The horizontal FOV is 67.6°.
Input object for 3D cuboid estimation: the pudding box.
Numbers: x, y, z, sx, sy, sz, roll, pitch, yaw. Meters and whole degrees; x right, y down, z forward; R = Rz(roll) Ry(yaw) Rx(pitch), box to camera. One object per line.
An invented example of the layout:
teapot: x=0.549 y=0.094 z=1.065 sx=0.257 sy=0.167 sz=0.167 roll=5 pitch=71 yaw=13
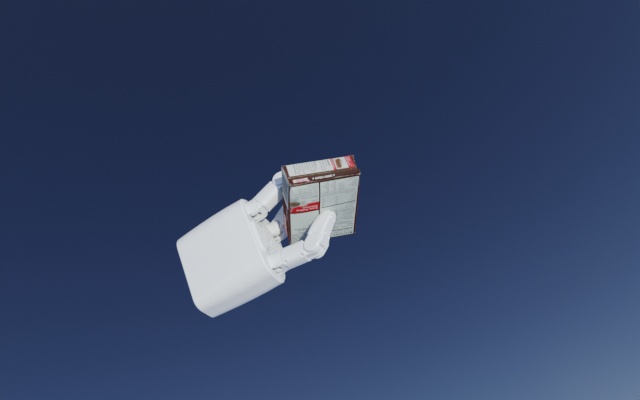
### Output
pudding box: x=0.000 y=0.002 z=0.596 sx=0.090 sy=0.039 sz=0.114 roll=-10 pitch=-42 yaw=-12
